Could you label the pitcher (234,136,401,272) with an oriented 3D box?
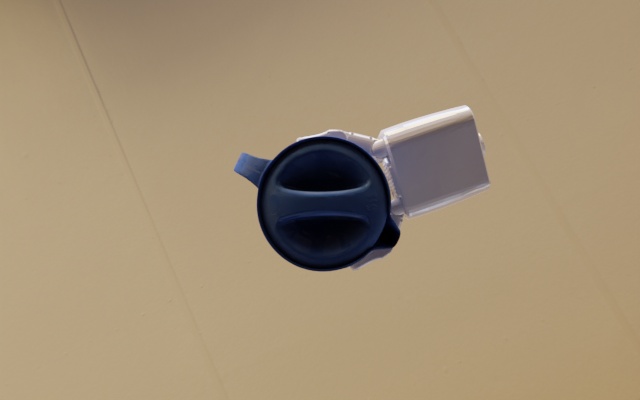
[{"bbox_3d":[0.000,0.002,0.581,0.145,0.149,0.243,-20,-3,2],"label":"pitcher"}]
